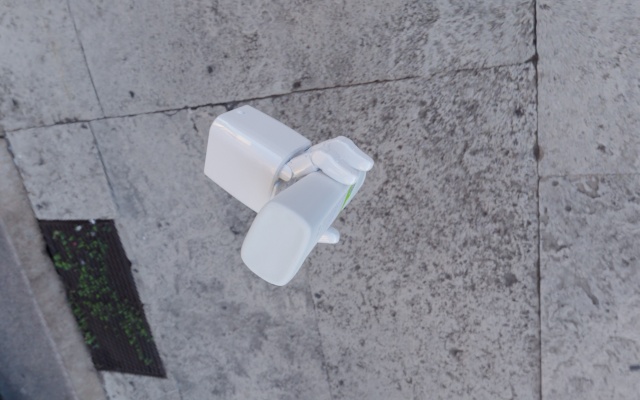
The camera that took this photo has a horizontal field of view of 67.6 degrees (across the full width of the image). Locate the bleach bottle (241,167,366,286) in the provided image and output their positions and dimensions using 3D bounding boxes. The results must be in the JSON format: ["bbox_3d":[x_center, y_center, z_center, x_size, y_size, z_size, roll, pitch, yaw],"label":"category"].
[{"bbox_3d":[0.000,0.002,0.608,0.068,0.103,0.250,34,31,8],"label":"bleach bottle"}]
